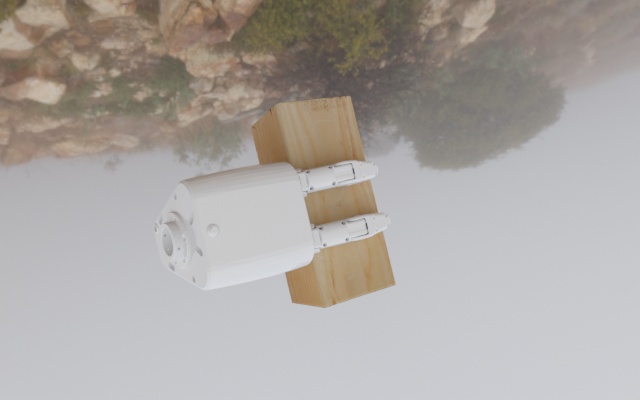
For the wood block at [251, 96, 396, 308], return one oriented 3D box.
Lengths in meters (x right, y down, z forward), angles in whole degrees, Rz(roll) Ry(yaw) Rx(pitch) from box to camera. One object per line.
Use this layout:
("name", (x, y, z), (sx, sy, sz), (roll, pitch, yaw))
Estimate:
("wood block", (0.000, 0.002, 0.524), (0.090, 0.206, 0.091), (-12, -2, -27))
